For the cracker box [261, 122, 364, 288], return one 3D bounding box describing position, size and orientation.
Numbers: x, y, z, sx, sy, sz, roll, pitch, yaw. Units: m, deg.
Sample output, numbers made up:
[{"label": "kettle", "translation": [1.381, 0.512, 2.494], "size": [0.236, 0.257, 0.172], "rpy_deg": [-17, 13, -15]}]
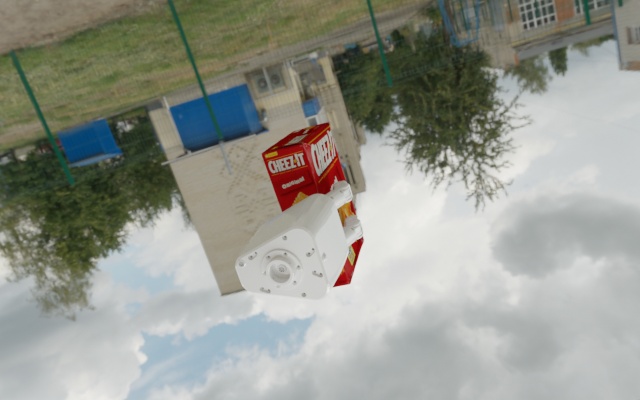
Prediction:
[{"label": "cracker box", "translation": [0.000, 0.003, 0.725], "size": [0.072, 0.214, 0.164], "rpy_deg": [-13, 15, 17]}]
